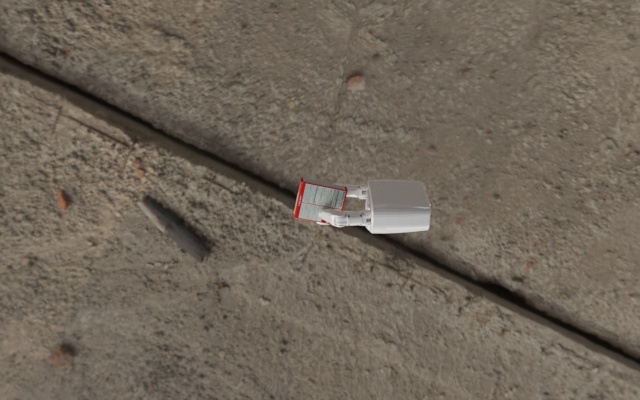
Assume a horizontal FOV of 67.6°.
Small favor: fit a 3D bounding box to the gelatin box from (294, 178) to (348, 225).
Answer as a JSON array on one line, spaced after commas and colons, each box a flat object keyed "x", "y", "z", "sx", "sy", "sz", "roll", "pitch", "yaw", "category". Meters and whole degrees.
[{"x": 0.000, "y": 0.003, "z": 0.894, "sx": 0.089, "sy": 0.073, "sz": 0.030, "roll": 10, "pitch": 19, "yaw": -8, "category": "gelatin box"}]
